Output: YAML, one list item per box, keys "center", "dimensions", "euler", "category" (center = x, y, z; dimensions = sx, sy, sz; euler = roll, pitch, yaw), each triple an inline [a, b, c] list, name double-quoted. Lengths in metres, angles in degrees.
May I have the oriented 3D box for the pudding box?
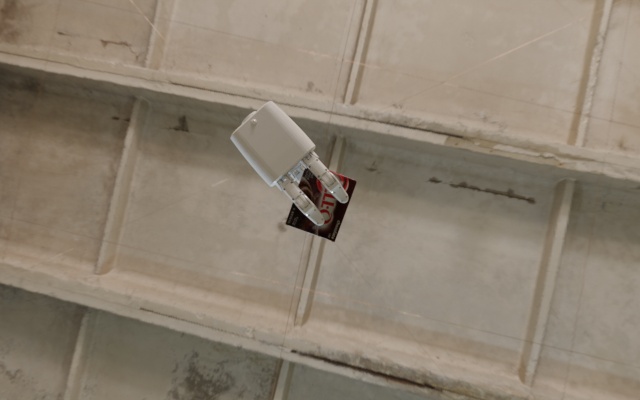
- center: [0.000, 0.003, 0.810]
  dimensions: [0.090, 0.113, 0.039]
  euler: [20, 1, -5]
  category: "pudding box"
